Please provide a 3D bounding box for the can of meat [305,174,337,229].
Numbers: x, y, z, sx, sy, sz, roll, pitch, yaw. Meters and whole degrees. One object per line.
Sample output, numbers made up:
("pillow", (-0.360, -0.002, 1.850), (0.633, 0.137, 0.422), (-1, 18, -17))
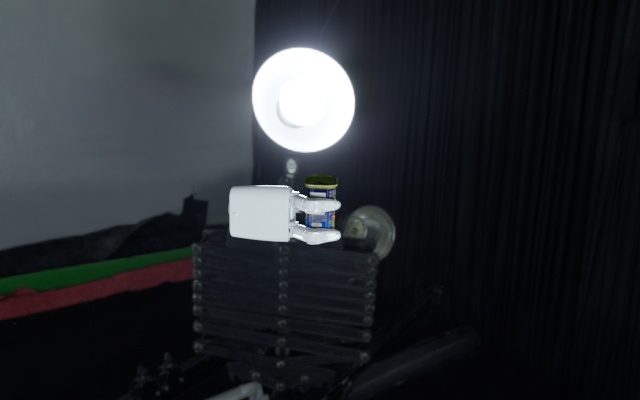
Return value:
("can of meat", (0.000, 0.003, 0.872), (0.057, 0.084, 0.102), (2, 13, 1))
